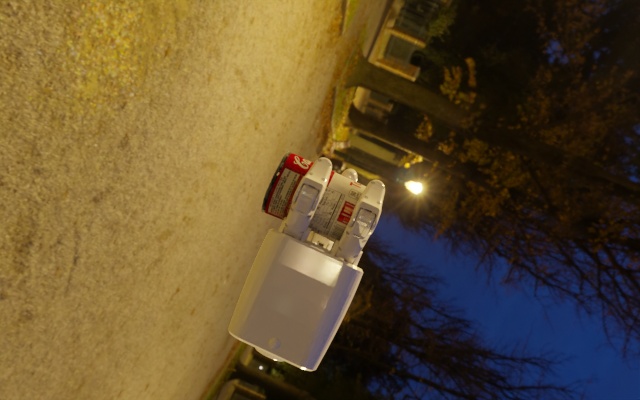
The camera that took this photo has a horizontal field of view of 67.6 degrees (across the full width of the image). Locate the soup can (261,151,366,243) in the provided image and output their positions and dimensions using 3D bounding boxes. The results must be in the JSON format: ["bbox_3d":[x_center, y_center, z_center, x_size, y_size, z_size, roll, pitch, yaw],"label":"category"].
[{"bbox_3d":[0.001,0.001,0.485,0.102,0.068,0.068,24,1,2],"label":"soup can"}]
